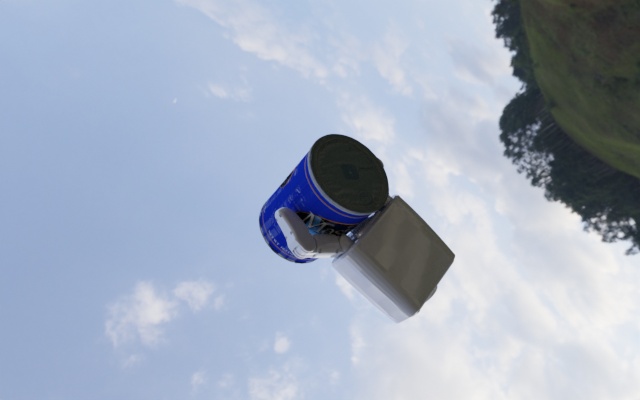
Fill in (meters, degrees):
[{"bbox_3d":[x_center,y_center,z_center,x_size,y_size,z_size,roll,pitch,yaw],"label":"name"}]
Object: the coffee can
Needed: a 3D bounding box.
[{"bbox_3d":[0.000,0.002,0.574,0.103,0.102,0.140,0,-29,-33],"label":"coffee can"}]
